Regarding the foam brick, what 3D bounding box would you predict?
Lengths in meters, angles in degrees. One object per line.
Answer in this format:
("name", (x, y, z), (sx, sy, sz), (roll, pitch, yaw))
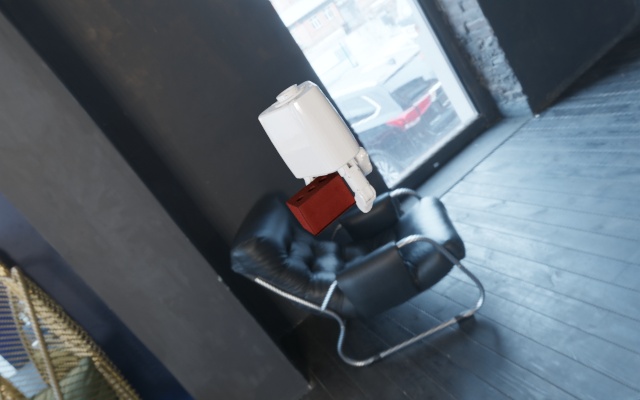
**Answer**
("foam brick", (0.000, 0.002, 0.679), (0.078, 0.051, 0.053), (-40, 22, -13))
